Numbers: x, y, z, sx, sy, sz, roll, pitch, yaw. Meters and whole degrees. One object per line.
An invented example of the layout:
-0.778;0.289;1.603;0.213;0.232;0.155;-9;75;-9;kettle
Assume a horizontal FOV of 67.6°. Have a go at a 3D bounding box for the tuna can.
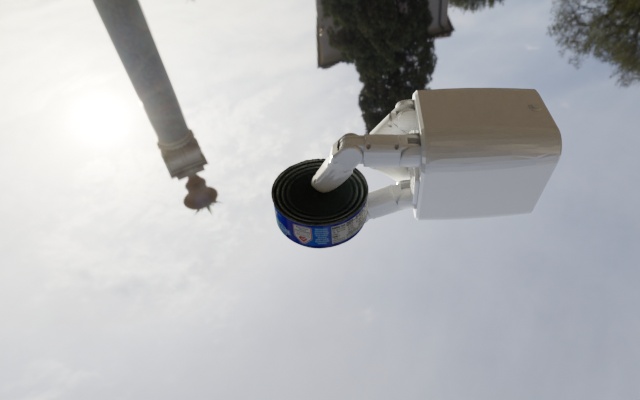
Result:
0.000;0.002;0.431;0.086;0.034;0.086;-2;44;2;tuna can
